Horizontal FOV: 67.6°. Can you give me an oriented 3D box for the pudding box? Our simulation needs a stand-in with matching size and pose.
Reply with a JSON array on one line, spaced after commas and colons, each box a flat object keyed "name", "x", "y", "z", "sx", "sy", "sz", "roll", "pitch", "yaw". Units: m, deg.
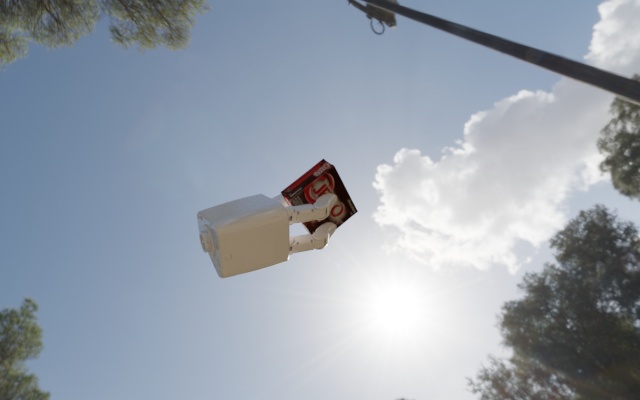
[{"name": "pudding box", "x": 0.000, "y": 0.002, "z": 0.770, "sx": 0.090, "sy": 0.114, "sz": 0.039, "roll": -38, "pitch": 43, "yaw": -9}]
